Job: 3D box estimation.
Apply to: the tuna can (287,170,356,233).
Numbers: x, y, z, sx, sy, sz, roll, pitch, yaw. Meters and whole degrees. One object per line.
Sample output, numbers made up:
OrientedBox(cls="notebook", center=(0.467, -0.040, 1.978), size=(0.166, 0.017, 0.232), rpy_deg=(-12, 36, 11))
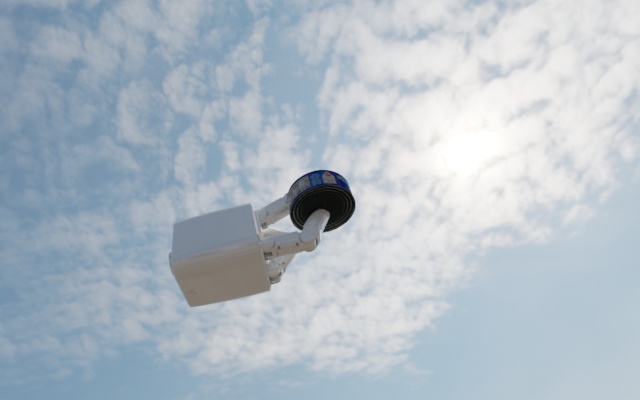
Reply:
OrientedBox(cls="tuna can", center=(0.000, 0.002, 0.618), size=(0.086, 0.086, 0.033), rpy_deg=(0, 44, -16))
